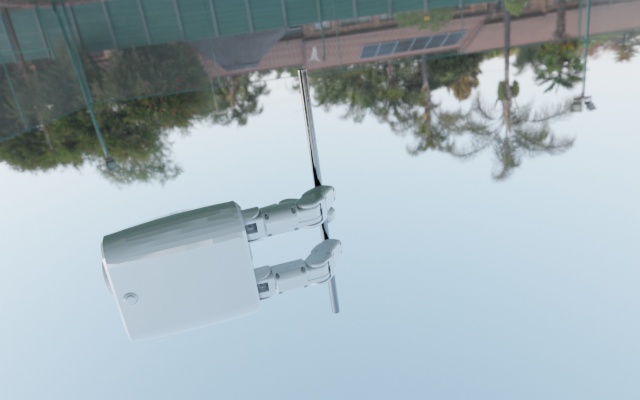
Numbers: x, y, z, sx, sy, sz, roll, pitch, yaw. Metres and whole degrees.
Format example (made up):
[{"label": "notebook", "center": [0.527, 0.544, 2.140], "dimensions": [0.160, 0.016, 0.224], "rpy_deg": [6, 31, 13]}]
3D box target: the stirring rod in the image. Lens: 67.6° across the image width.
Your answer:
[{"label": "stirring rod", "center": [0.000, 0.001, 0.444], "dimensions": [0.011, 0.240, 0.011], "rpy_deg": [-7, 21, 3]}]
